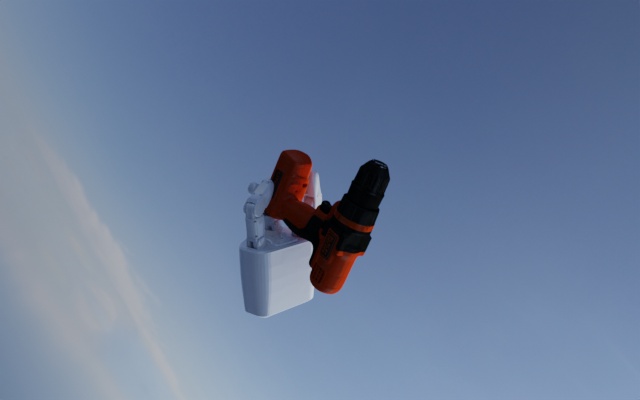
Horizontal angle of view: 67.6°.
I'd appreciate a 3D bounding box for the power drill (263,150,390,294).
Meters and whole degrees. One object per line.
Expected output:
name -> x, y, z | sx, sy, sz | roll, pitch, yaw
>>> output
power drill -> 0.000, 0.002, 0.639 | 0.057, 0.184, 0.187 | 9, 23, -39
